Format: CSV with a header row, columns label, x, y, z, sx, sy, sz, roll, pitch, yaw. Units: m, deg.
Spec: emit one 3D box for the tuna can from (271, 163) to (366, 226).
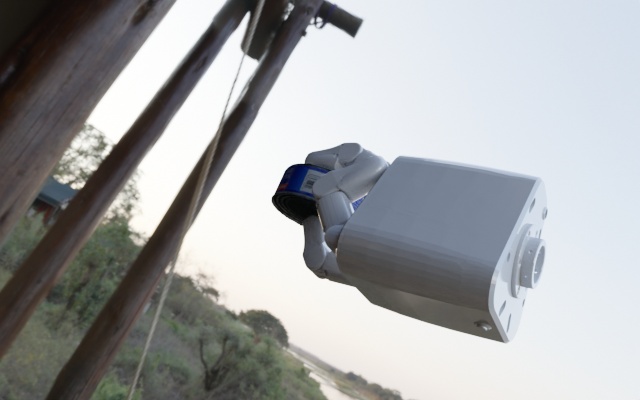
label,x,y,z,sx,sy,sz,roll,pitch,yaw
tuna can,0.000,0.001,0.441,0.086,0.033,0.086,20,-20,8
